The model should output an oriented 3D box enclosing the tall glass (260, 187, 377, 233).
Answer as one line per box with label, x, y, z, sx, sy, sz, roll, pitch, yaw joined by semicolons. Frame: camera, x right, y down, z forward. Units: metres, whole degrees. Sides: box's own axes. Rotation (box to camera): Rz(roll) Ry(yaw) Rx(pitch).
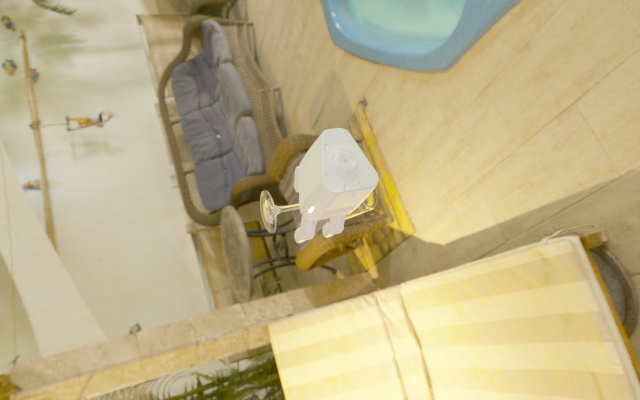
tall glass;-0.001;0.003;0.848;0.201;0.079;0.079;-10;4;-24
